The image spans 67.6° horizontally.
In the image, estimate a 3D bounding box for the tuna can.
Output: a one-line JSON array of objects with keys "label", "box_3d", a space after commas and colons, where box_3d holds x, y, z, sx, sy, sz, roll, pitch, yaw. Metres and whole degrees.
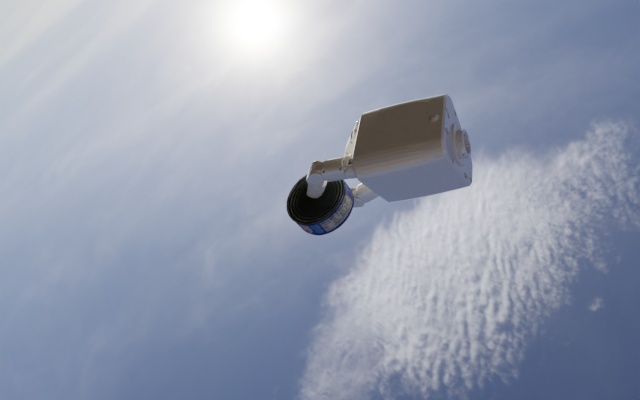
[{"label": "tuna can", "box_3d": [0.000, 0.002, 0.629, 0.086, 0.086, 0.034, 0, -32, 34]}]
